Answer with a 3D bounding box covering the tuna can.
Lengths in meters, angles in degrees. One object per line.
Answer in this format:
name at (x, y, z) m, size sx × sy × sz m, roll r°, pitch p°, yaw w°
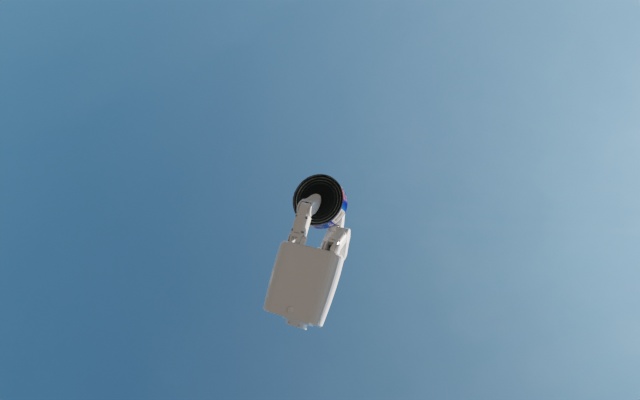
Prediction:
tuna can at (0.000, 0.003, 0.780) m, size 0.086 × 0.086 × 0.034 m, roll 0°, pitch -16°, yaw 19°
